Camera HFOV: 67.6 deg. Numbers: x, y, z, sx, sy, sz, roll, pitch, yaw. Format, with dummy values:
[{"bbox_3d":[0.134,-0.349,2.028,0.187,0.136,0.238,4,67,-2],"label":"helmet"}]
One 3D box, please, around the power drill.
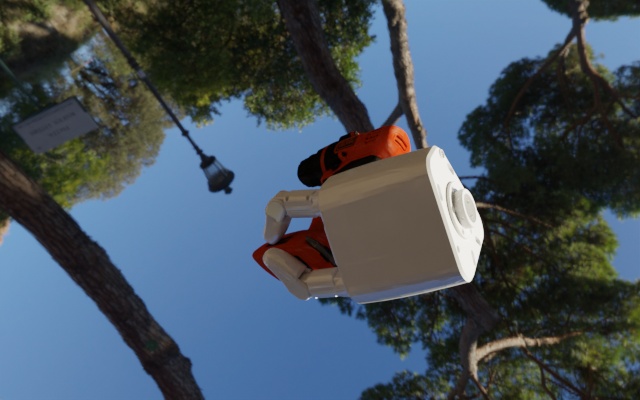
[{"bbox_3d":[0.000,0.002,0.545,0.057,0.187,0.184,42,-31,-22],"label":"power drill"}]
